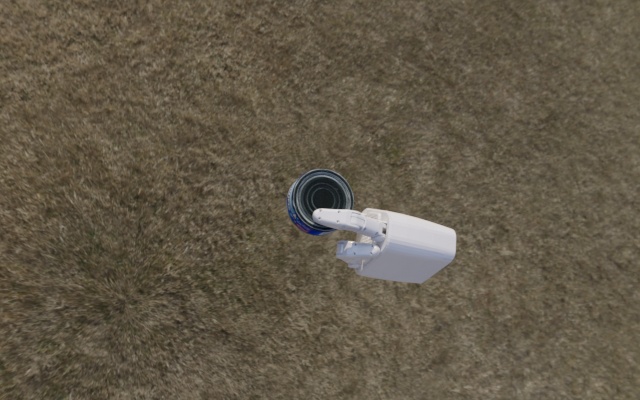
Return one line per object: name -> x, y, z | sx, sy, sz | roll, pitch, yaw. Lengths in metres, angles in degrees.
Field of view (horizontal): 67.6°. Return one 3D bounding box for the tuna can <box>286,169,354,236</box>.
tuna can -> 0.000, 0.002, 0.628 | 0.086, 0.086, 0.034 | 0, -12, -17
